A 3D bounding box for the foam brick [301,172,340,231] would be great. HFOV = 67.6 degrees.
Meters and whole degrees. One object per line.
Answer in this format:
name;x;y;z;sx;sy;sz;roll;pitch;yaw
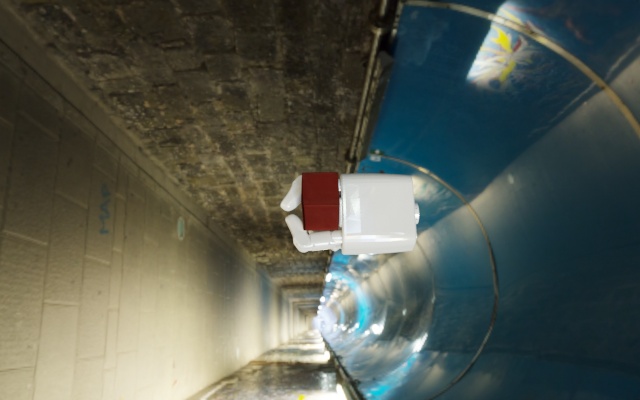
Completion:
foam brick;0.000;0.002;0.667;0.051;0.053;0.078;-1;-30;0
